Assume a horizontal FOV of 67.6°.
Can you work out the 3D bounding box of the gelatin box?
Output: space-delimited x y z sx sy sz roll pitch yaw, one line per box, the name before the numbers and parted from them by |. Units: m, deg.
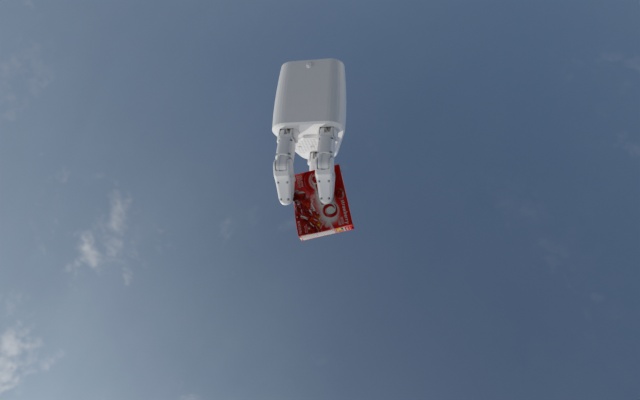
gelatin box | 0.000 0.003 0.638 0.073 0.089 0.030 -13 -19 5
